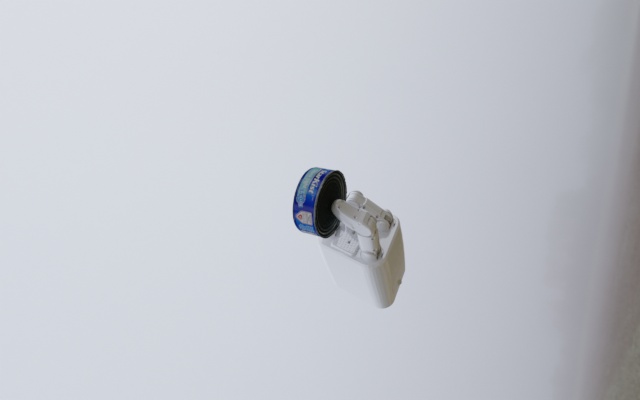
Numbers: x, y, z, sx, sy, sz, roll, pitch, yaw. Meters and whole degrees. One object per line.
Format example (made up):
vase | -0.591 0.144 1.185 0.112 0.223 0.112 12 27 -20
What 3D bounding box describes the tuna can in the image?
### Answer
tuna can | 0.000 0.002 0.593 0.034 0.086 0.086 12 5 26
